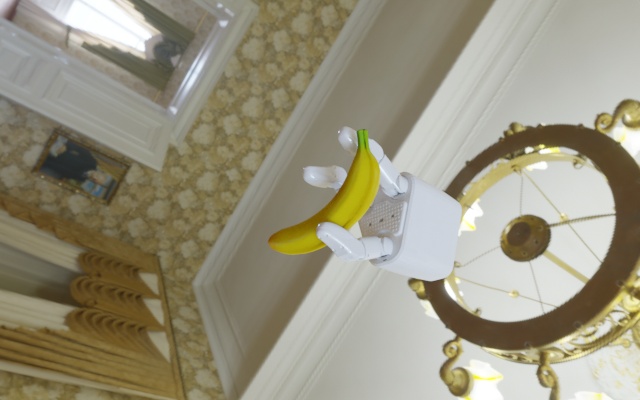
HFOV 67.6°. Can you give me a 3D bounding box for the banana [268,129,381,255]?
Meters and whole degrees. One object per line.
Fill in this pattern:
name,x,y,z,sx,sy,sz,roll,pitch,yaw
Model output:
banana,0.008,0.013,0.544,0.037,0.069,0.198,14,-51,-41
